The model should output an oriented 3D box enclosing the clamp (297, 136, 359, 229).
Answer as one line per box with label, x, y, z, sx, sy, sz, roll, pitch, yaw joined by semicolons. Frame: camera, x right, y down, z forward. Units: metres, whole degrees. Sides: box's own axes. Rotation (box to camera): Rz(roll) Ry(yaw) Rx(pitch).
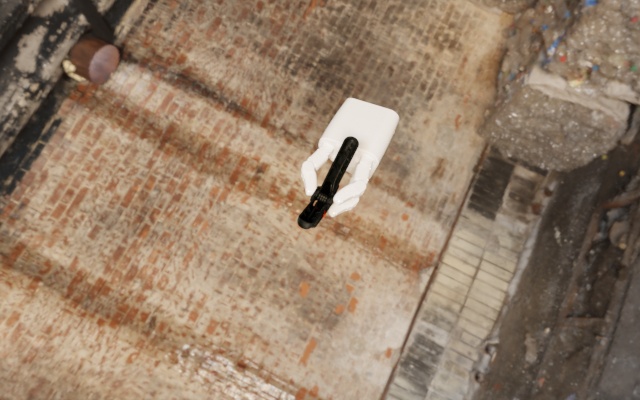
clamp;-0.001;0.002;0.796;0.036;0.164;0.210;30;-24;4
